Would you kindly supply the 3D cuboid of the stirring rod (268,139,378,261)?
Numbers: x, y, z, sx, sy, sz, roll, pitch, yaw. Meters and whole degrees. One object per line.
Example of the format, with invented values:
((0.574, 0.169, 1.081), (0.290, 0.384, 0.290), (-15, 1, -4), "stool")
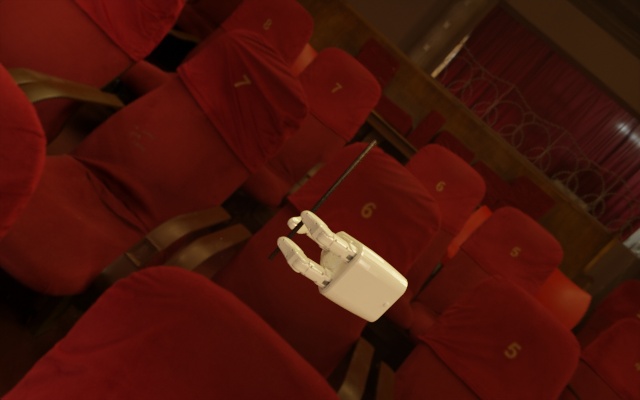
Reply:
((0.000, 0.002, 0.707), (0.011, 0.239, 0.011), (39, 14, -11), "stirring rod")
